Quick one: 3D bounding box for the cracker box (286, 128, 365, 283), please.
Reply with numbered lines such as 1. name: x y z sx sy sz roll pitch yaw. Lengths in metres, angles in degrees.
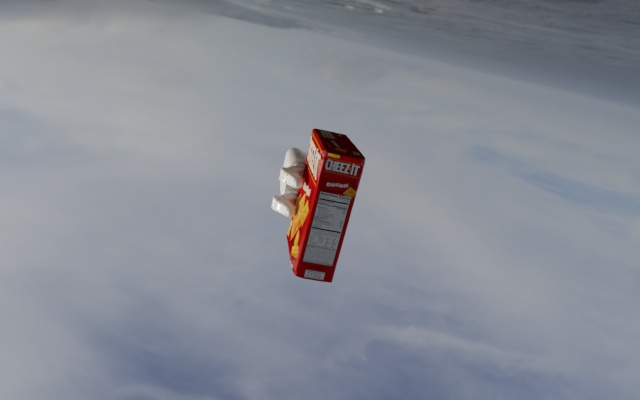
1. cracker box: 0.000 0.003 0.799 0.072 0.214 0.164 10 18 -12
